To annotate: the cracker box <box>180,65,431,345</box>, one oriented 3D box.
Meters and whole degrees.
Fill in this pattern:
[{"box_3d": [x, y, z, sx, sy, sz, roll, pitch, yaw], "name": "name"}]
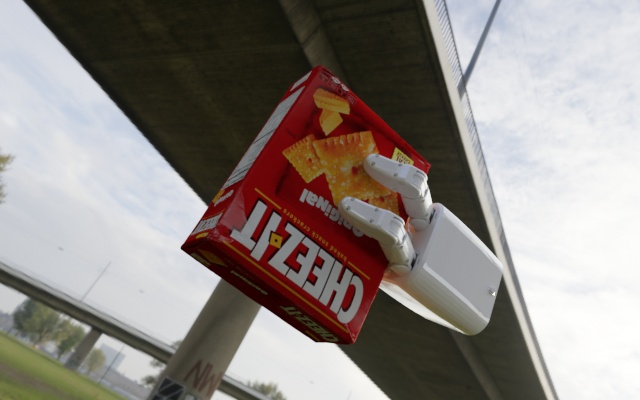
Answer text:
[{"box_3d": [0.000, 0.001, 0.458, 0.164, 0.213, 0.072, 39, -31, -19], "name": "cracker box"}]
